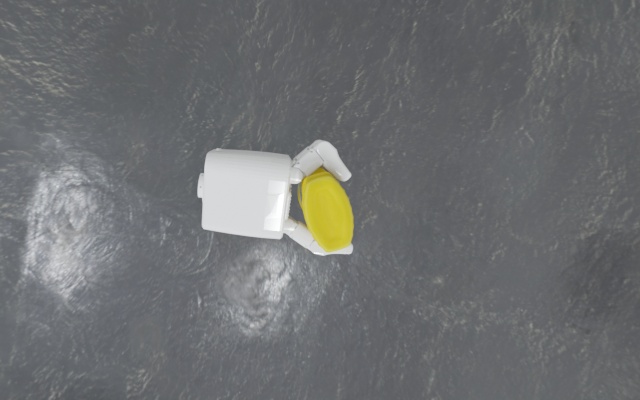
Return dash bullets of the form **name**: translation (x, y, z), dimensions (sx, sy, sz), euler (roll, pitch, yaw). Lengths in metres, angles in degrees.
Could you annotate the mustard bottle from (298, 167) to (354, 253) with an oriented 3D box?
- **mustard bottle**: translation (0.000, 0.002, 0.660), dimensions (0.058, 0.096, 0.191), euler (-18, 11, -3)
